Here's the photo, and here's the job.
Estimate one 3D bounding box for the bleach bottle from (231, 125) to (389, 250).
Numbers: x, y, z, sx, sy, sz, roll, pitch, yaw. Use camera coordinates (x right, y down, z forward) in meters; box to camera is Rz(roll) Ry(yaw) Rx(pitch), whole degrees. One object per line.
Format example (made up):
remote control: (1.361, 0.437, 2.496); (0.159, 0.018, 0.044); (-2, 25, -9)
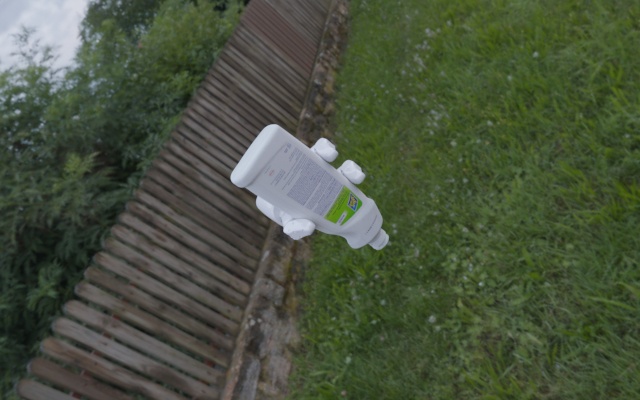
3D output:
bleach bottle: (0.000, 0.002, 0.696); (0.251, 0.102, 0.068); (37, -8, -23)
